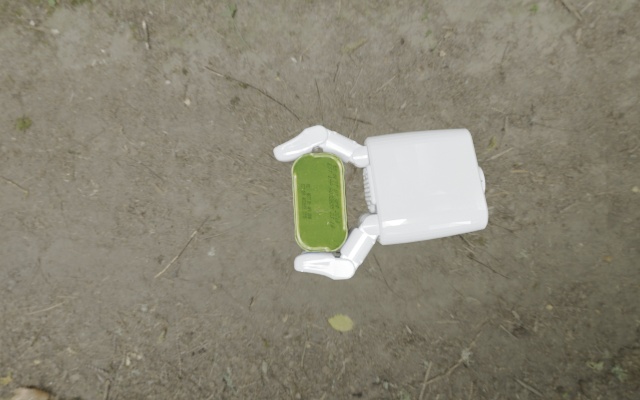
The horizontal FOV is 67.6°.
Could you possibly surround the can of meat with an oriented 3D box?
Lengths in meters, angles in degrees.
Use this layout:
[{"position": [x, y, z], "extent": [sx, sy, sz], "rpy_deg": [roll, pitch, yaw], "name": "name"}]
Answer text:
[{"position": [0.000, 0.002, 0.496], "extent": [0.057, 0.102, 0.084], "rpy_deg": [-4, 0, 1], "name": "can of meat"}]
